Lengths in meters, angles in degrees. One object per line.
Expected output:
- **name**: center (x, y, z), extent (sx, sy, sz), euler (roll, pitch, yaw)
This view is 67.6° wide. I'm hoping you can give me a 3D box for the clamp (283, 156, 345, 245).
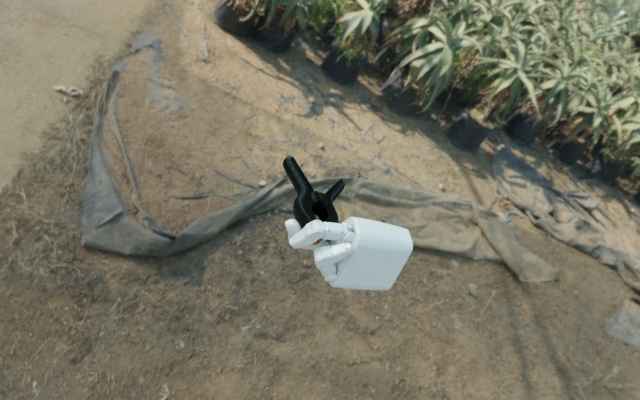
- **clamp**: center (0.000, 0.002, 0.789), extent (0.120, 0.171, 0.039), euler (11, -44, -25)
